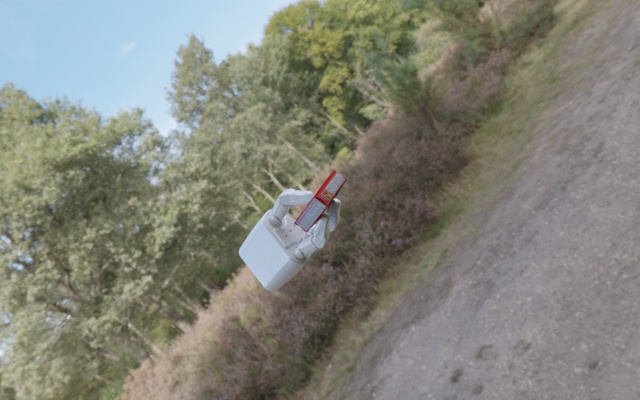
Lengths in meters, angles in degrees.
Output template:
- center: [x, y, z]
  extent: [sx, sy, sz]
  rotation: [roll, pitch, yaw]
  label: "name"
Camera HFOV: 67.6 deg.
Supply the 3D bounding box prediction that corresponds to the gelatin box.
- center: [0.000, 0.002, 0.784]
  extent: [0.073, 0.030, 0.089]
  rotation: [-53, -1, -41]
  label: "gelatin box"
